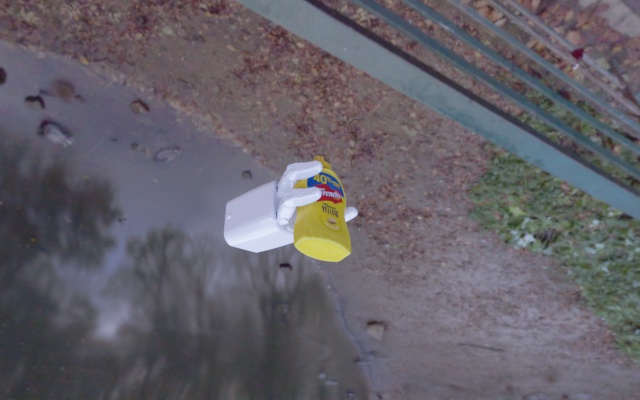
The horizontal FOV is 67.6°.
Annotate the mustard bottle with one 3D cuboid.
[{"bbox_3d":[0.000,0.003,0.798,0.096,0.191,0.058,21,-43,-29],"label":"mustard bottle"}]
